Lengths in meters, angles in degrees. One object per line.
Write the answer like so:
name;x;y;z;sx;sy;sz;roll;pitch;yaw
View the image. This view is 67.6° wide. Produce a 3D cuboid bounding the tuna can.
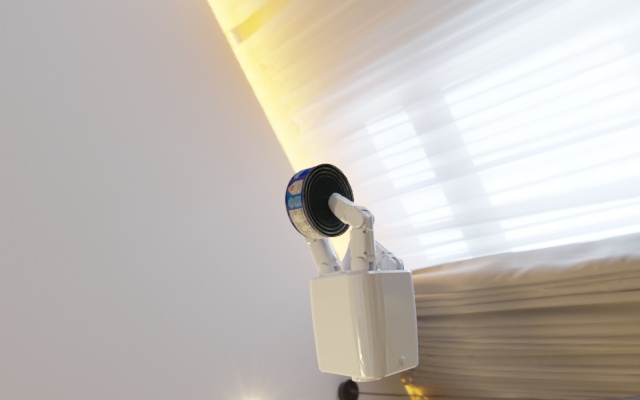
tuna can;0.000;0.002;0.554;0.034;0.086;0.086;-11;-8;43
